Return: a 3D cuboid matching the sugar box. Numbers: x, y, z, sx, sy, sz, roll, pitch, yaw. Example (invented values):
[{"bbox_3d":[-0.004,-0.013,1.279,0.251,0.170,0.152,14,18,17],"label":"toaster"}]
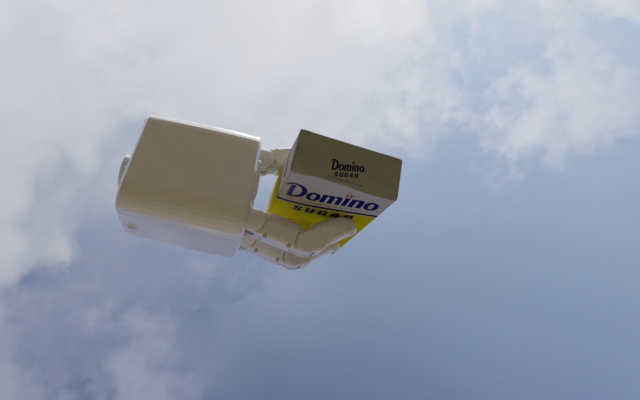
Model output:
[{"bbox_3d":[0.000,0.002,0.461,0.093,0.048,0.176,16,-22,-9],"label":"sugar box"}]
